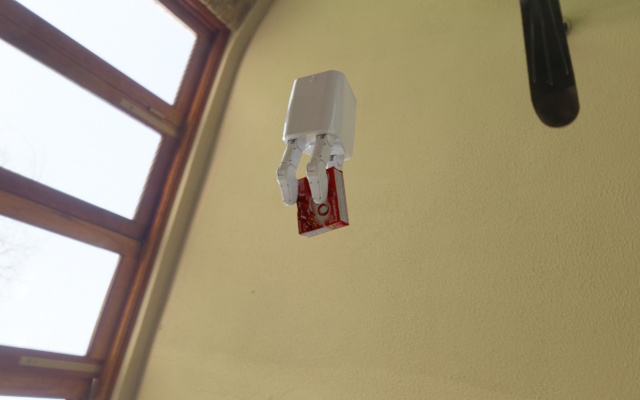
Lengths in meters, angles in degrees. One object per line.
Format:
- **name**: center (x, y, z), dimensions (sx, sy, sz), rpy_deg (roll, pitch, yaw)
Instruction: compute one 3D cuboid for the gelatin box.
- **gelatin box**: center (0.000, 0.003, 0.704), dimensions (0.073, 0.089, 0.030), rpy_deg (-18, -24, 29)
